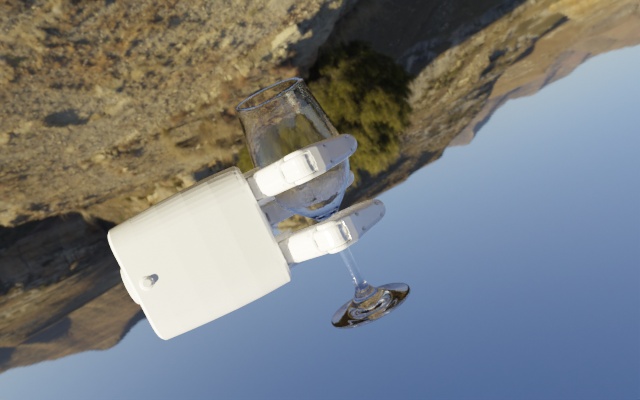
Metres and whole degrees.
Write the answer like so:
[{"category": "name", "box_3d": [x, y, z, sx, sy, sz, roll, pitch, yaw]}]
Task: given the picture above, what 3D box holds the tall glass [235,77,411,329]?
[{"category": "tall glass", "box_3d": [0.000, 0.002, 0.403, 0.079, 0.201, 0.079, -25, 5, 2]}]
